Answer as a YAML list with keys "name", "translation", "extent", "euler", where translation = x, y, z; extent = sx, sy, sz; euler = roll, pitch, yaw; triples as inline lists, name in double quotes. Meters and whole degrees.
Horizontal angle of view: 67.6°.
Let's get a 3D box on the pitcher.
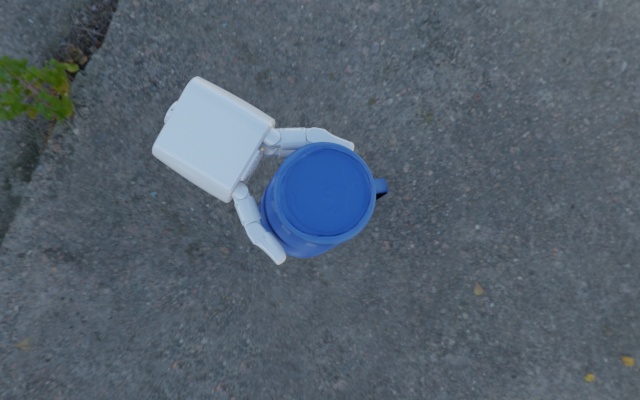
- name: "pitcher"
  translation: [0.000, 0.002, 0.600]
  extent: [0.145, 0.149, 0.243]
  euler: [32, -10, -3]
